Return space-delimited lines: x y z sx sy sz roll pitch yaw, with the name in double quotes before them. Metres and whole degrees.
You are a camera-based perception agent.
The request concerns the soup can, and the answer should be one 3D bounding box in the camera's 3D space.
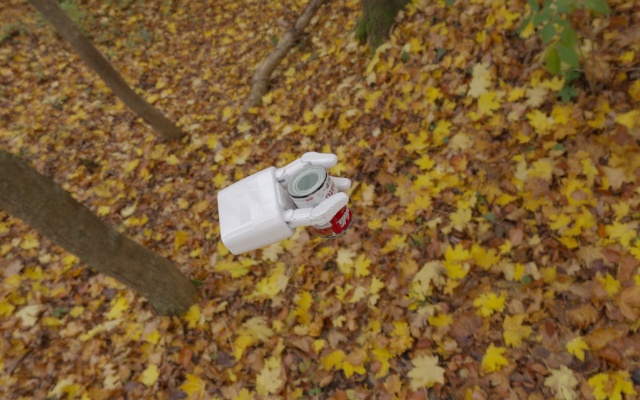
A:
"soup can" 0.000 0.002 0.745 0.068 0.068 0.102 0 -40 34
